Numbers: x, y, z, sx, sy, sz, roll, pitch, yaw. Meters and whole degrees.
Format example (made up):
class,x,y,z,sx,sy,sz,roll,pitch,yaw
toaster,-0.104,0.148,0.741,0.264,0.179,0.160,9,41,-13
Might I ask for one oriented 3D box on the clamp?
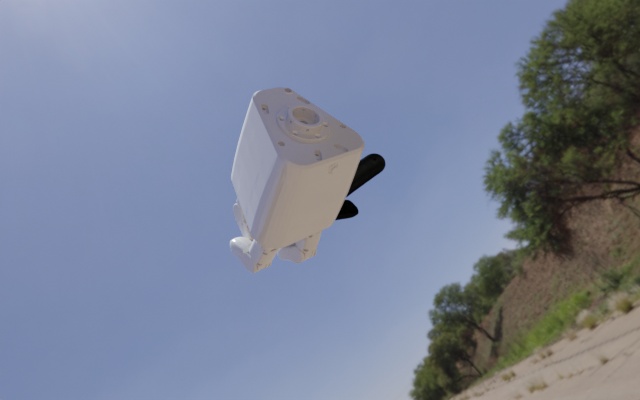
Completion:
class,x,y,z,sx,sy,sz,roll,pitch,yaw
clamp,0.000,0.001,0.552,0.171,0.039,0.120,-22,-30,-37
